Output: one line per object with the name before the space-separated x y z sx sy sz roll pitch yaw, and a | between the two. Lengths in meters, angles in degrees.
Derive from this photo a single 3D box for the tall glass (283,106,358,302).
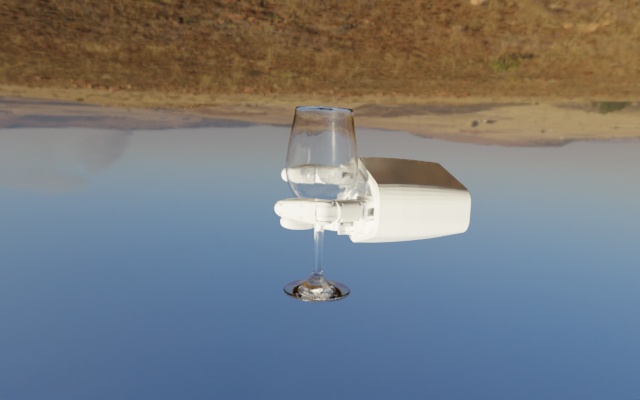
tall glass | 0.000 0.002 0.516 0.079 0.201 0.079 2 8 0
